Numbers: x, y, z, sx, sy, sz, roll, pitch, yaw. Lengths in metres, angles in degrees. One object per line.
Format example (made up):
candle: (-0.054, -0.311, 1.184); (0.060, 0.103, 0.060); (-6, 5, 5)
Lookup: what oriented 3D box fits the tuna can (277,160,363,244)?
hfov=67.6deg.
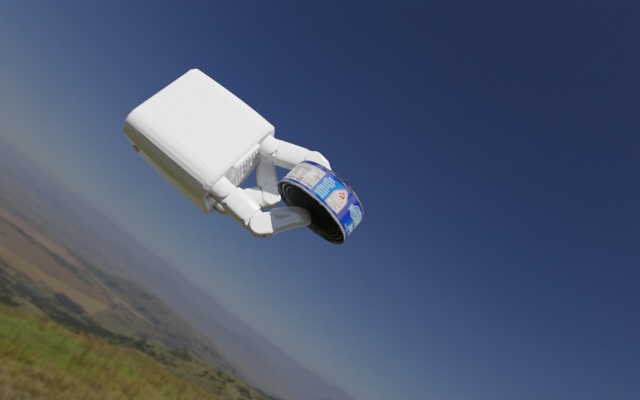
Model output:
tuna can: (0.000, 0.001, 0.470); (0.033, 0.086, 0.086); (-47, 19, -19)
